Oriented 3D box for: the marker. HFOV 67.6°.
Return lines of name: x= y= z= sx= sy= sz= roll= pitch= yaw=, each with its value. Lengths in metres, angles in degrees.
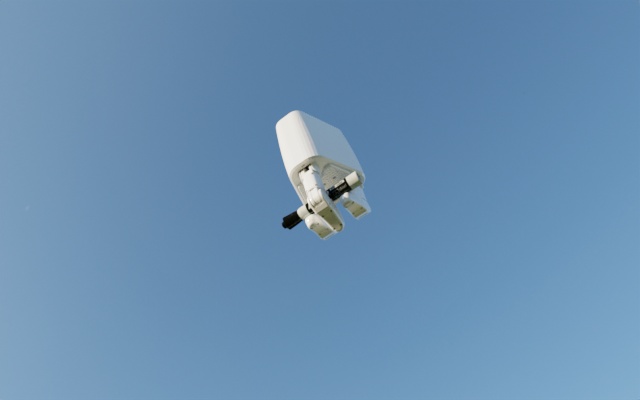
marker: x=0.000 y=0.002 z=0.616 sx=0.121 sy=0.020 sz=0.020 roll=-33 pitch=-10 yaw=15
